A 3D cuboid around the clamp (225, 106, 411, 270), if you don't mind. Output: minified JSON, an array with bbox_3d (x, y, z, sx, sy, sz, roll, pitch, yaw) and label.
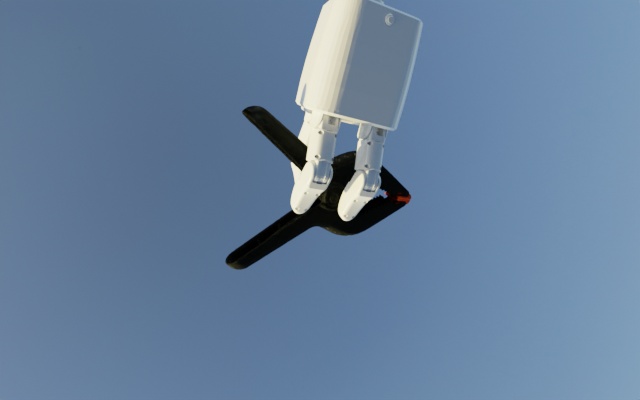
[{"bbox_3d":[0.000,0.001,0.507,0.210,0.164,0.036,9,15,-29],"label":"clamp"}]
